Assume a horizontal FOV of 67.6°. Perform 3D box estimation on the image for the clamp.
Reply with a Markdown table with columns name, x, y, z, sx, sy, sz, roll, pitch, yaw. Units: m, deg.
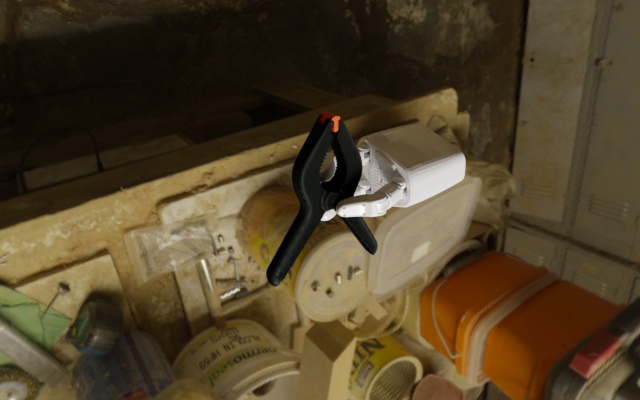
| name | x | y | z | sx | sy | sz | roll | pitch | yaw |
| --- | --- | --- | --- | --- | --- | --- | --- | --- | --- |
| clamp | 0.001 | 0.002 | 0.574 | 0.164 | 0.210 | 0.036 | -20 | 31 | -28 |
